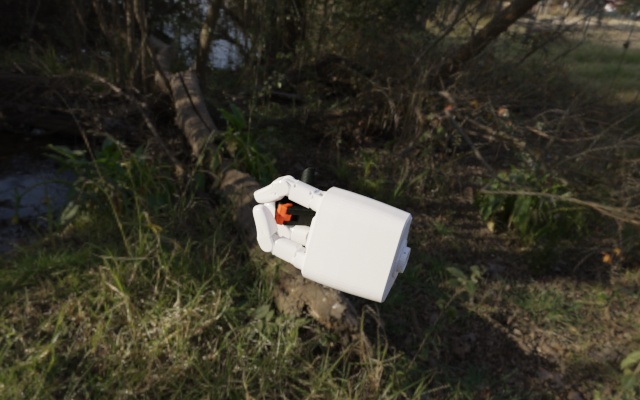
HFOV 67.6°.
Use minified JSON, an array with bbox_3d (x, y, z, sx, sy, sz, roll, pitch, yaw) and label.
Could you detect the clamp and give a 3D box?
[{"bbox_3d":[0.000,0.002,0.671,0.120,0.039,0.171,18,27,16],"label":"clamp"}]
